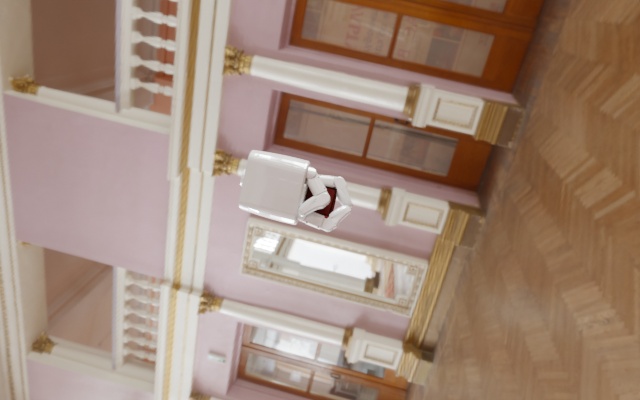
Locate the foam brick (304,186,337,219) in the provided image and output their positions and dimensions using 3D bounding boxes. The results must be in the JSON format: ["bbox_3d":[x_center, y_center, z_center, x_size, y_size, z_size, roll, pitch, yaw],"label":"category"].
[{"bbox_3d":[0.000,0.003,0.878,0.051,0.053,0.078,14,-9,4],"label":"foam brick"}]
